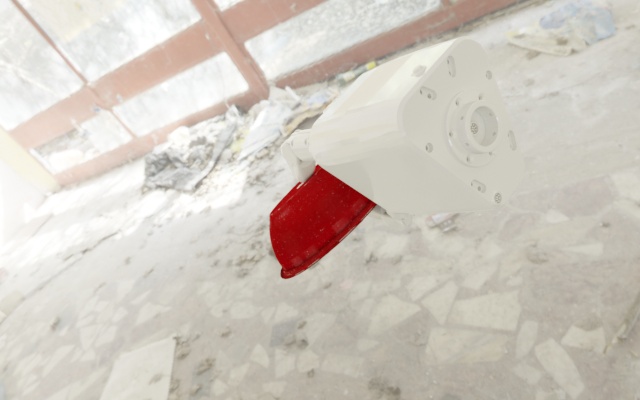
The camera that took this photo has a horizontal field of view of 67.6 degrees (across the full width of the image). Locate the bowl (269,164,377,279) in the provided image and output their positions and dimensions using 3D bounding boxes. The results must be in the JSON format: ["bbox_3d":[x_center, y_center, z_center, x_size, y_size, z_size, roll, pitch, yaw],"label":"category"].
[{"bbox_3d":[-0.001,0.002,0.480,0.162,0.055,0.162,-44,7,7],"label":"bowl"}]
